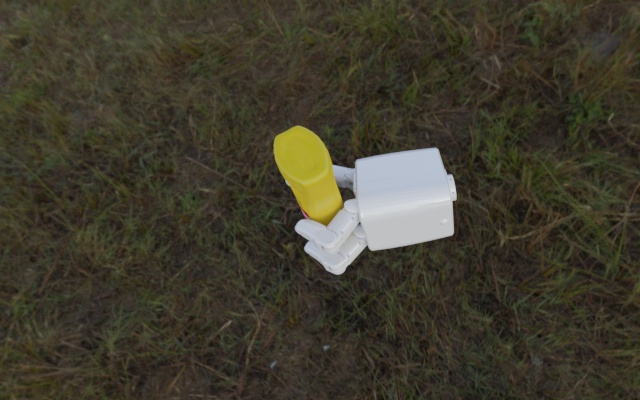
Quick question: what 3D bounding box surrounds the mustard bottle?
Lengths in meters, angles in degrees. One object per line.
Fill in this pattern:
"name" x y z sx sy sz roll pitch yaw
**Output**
"mustard bottle" 0.000 0.002 0.603 0.058 0.096 0.192 -29 -39 -5
